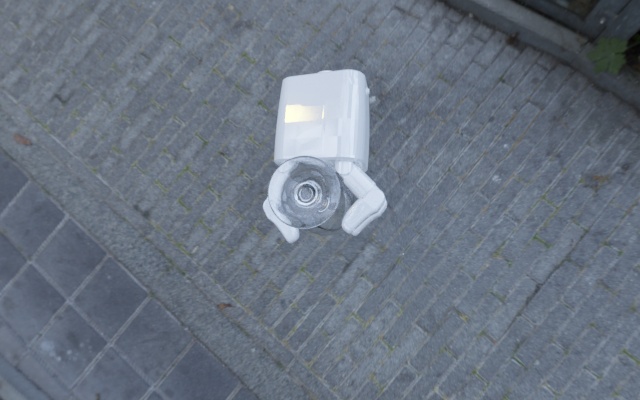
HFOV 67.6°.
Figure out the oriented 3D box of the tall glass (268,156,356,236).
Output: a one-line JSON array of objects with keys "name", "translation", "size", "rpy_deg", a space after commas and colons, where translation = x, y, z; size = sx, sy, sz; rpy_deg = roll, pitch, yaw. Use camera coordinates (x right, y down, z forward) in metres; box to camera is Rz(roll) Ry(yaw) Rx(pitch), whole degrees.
[{"name": "tall glass", "translation": [0.000, 0.002, 0.573], "size": [0.079, 0.079, 0.201], "rpy_deg": [0, -6, 10]}]
